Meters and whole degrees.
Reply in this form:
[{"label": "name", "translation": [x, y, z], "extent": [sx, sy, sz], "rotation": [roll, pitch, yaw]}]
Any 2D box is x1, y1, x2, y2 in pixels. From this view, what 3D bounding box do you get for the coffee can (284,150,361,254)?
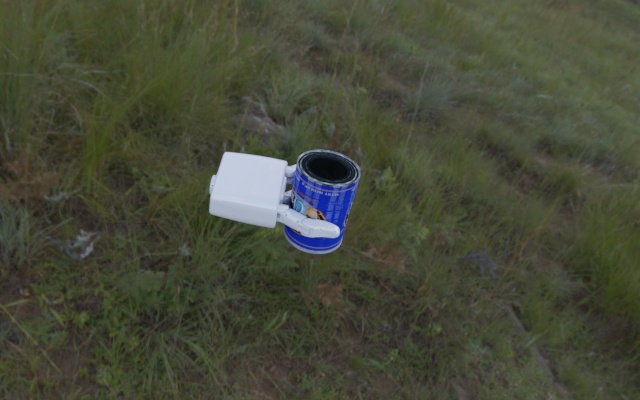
[{"label": "coffee can", "translation": [0.000, 0.003, 0.785], "extent": [0.103, 0.140, 0.102], "rotation": [9, 36, -6]}]
